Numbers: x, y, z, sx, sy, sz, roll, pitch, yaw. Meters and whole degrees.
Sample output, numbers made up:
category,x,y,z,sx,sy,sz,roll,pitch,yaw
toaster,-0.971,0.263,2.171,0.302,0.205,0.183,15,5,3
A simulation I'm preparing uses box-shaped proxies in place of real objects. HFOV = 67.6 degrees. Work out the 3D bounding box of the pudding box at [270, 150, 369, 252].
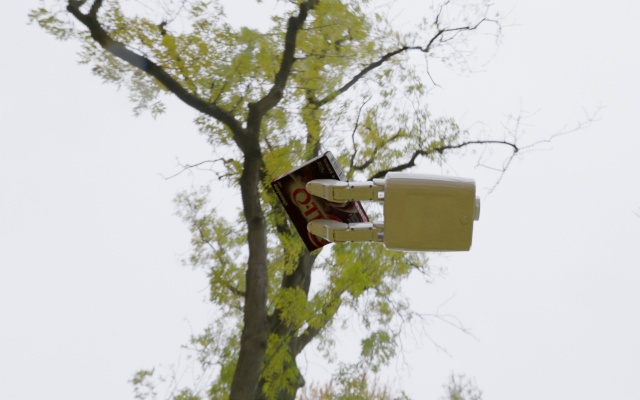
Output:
category,x,y,z,sx,sy,sz,roll,pitch,yaw
pudding box,0.000,0.002,0.640,0.090,0.113,0.039,-26,8,21
